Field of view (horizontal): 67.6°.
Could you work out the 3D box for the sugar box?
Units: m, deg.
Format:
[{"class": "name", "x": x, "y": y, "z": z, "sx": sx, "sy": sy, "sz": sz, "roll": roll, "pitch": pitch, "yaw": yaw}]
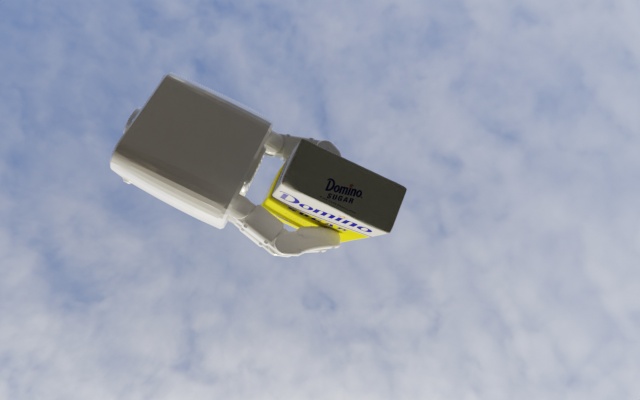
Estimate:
[{"class": "sugar box", "x": 0.000, "y": 0.002, "z": 0.438, "sx": 0.093, "sy": 0.048, "sz": 0.176, "roll": 24, "pitch": -10, "yaw": -8}]
